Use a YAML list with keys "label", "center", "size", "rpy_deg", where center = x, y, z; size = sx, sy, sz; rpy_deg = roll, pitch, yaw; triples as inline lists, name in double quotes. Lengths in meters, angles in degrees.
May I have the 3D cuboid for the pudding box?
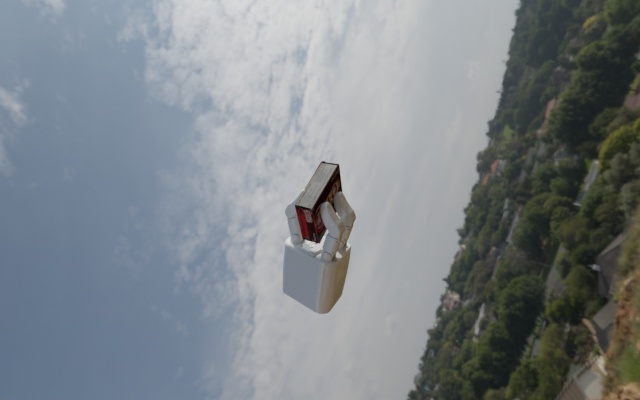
- label: "pudding box"
  center: [0.000, 0.003, 0.817]
  size: [0.039, 0.113, 0.090]
  rpy_deg: [13, -38, 19]
